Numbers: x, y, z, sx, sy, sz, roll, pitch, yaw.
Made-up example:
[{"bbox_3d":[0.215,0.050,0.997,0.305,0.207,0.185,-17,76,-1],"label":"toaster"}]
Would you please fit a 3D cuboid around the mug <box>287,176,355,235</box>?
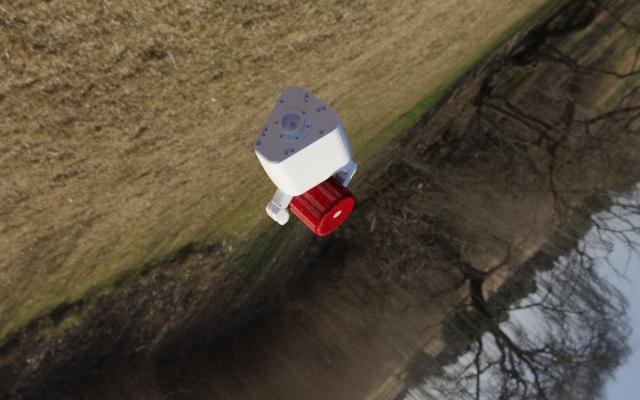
[{"bbox_3d":[0.001,0.003,0.739,0.081,0.093,0.117,42,-5,22],"label":"mug"}]
